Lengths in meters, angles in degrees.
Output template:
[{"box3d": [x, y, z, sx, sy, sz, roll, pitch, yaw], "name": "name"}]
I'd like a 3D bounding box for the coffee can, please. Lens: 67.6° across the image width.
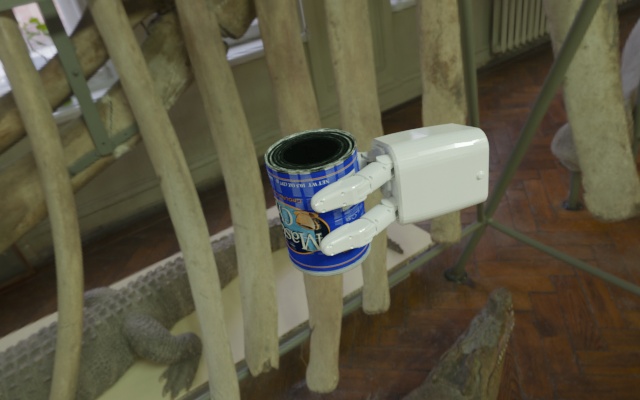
[{"box3d": [0.000, 0.002, 0.555, 0.103, 0.140, 0.102, -8, 32, 5], "name": "coffee can"}]
